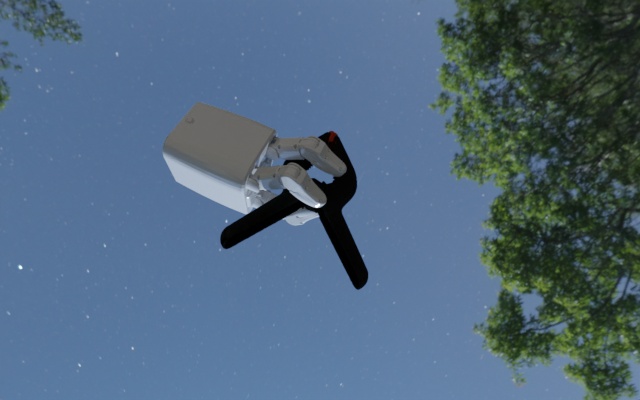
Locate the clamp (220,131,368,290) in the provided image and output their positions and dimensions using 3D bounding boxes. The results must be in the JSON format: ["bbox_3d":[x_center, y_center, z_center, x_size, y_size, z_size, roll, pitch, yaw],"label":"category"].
[{"bbox_3d":[0.000,0.002,0.567,0.164,0.209,0.036,23,-38,3],"label":"clamp"}]
